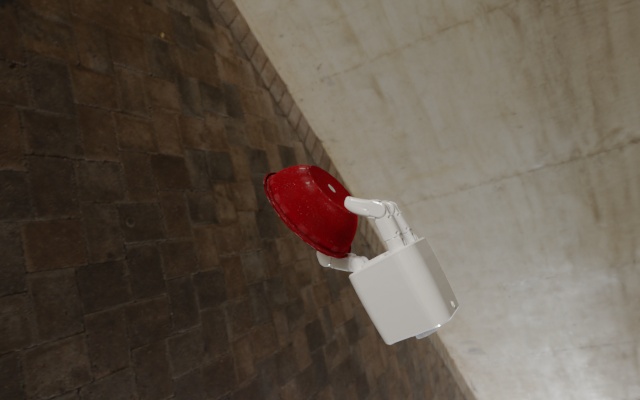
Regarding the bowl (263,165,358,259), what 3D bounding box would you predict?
[{"bbox_3d":[-0.001,0.001,0.663,0.055,0.162,0.162,-46,-19,19],"label":"bowl"}]
